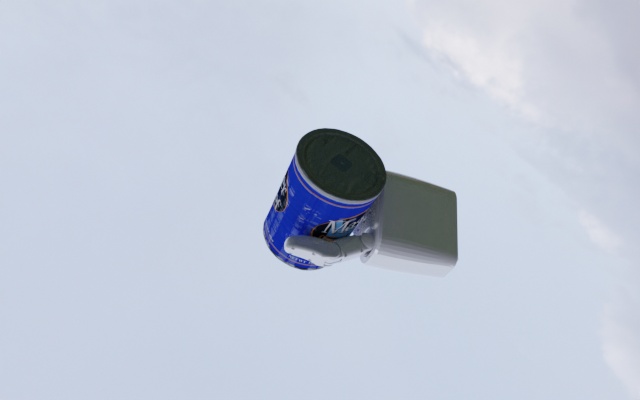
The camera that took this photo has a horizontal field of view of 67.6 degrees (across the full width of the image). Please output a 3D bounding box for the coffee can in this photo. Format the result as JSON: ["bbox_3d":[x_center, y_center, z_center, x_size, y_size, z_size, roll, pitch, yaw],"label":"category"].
[{"bbox_3d":[0.000,0.002,0.553,0.103,0.102,0.140,0,-37,-25],"label":"coffee can"}]
